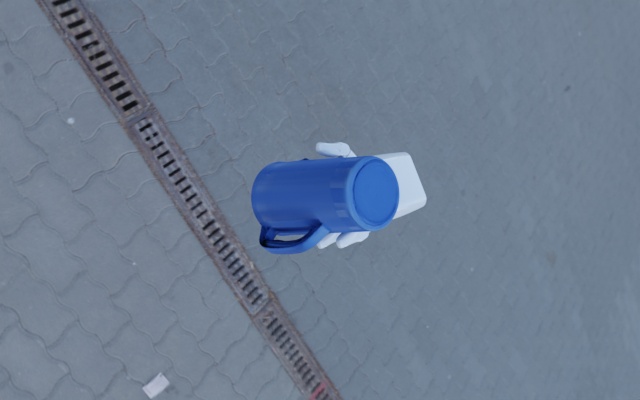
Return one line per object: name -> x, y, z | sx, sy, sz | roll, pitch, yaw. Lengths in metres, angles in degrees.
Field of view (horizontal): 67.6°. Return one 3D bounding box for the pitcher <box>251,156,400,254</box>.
pitcher -> 0.000, 0.002, 0.761 | 0.145, 0.149, 0.243 | -12, 6, -38
